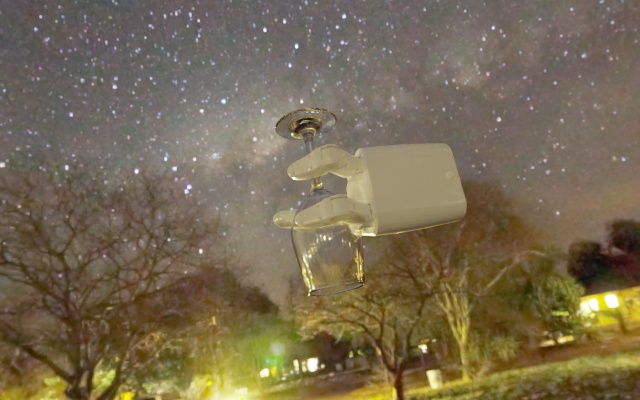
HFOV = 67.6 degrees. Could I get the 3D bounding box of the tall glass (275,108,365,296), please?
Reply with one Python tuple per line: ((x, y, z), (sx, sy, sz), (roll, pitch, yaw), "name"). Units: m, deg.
((0.000, 0.001, 0.538), (0.079, 0.201, 0.079), (-9, -18, -3), "tall glass")
